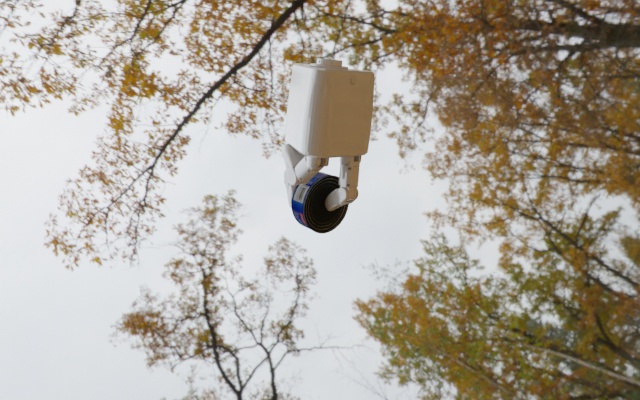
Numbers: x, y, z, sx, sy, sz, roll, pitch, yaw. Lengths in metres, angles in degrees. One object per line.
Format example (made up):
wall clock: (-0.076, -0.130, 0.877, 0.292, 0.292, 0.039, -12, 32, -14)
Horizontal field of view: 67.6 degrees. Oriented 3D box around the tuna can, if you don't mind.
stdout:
tuna can: (0.000, 0.002, 0.692, 0.086, 0.086, 0.033, 0, 14, -41)
